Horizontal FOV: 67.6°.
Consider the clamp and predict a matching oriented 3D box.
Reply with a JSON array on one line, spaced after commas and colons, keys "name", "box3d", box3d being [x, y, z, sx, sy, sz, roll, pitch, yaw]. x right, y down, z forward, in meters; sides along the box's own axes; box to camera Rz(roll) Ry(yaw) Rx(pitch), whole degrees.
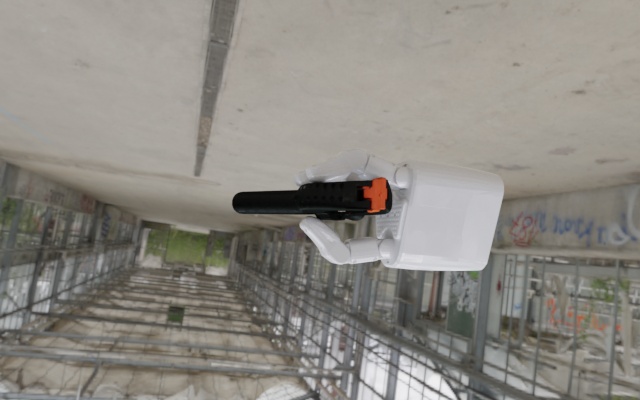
[{"name": "clamp", "box3d": [0.000, 0.002, 0.485, 0.164, 0.036, 0.210, 3, -5, -15]}]
